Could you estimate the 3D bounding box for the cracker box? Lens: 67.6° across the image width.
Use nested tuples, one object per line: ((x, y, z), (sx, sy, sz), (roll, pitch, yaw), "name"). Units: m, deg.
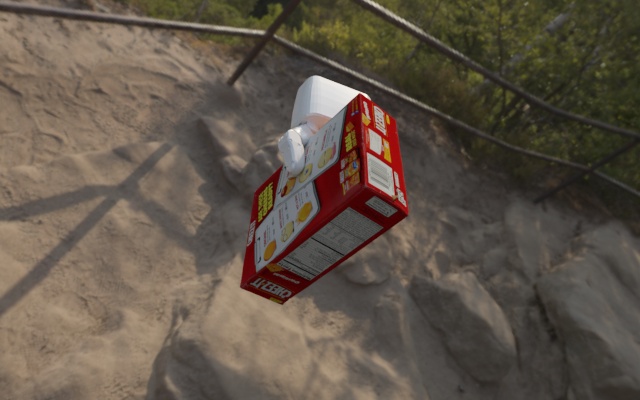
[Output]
((0.000, 0.002, 0.563), (0.072, 0.164, 0.214), (31, -53, -26), "cracker box")
